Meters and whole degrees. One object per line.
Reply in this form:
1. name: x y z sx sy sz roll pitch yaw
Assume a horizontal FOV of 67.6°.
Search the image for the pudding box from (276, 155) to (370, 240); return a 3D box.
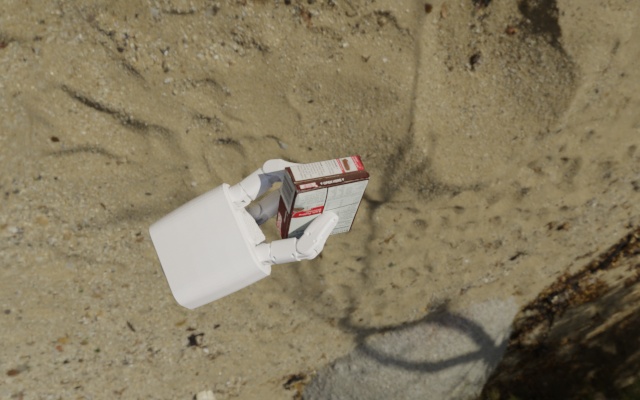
1. pudding box: 0.000 0.002 0.554 0.090 0.039 0.114 -12 -31 -20
